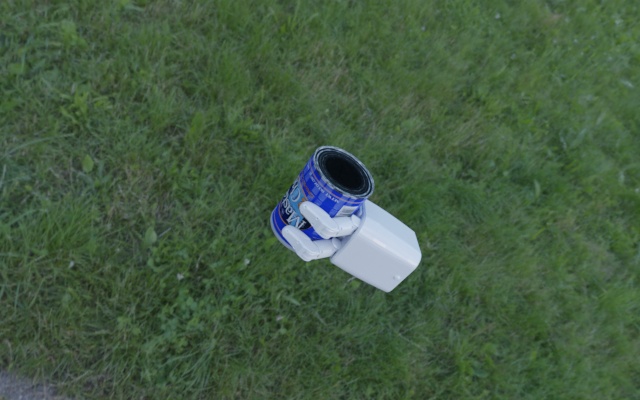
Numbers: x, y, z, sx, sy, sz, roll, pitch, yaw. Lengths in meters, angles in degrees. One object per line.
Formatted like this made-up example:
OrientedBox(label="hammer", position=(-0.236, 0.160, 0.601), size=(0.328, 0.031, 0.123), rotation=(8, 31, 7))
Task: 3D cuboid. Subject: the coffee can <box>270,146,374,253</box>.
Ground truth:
OrientedBox(label="coffee can", position=(0.000, 0.002, 0.723), size=(0.103, 0.102, 0.140), rotation=(0, -40, -40))
